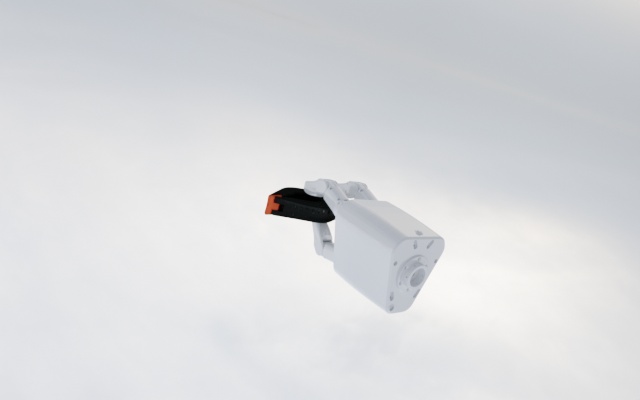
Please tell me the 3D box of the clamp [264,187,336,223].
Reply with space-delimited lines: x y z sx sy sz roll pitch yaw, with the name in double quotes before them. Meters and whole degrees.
"clamp" 0.000 0.003 0.712 0.210 0.036 0.164 2 18 -38
